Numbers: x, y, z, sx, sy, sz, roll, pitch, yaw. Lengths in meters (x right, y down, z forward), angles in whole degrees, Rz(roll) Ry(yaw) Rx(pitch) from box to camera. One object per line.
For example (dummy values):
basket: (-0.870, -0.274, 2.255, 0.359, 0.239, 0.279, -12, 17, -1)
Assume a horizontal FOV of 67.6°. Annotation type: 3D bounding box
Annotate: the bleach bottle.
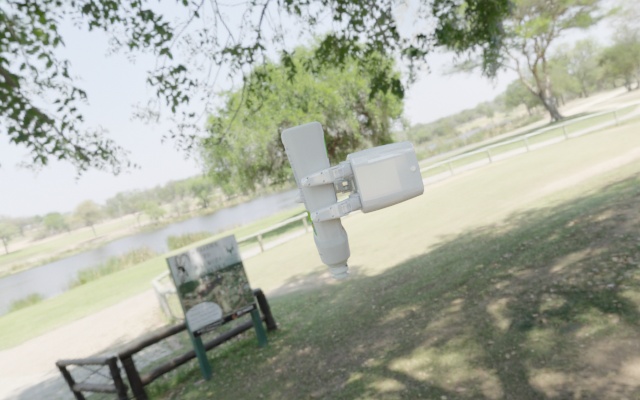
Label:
bleach bottle: (0.000, 0.003, 0.780, 0.068, 0.251, 0.102, -15, 4, -2)
